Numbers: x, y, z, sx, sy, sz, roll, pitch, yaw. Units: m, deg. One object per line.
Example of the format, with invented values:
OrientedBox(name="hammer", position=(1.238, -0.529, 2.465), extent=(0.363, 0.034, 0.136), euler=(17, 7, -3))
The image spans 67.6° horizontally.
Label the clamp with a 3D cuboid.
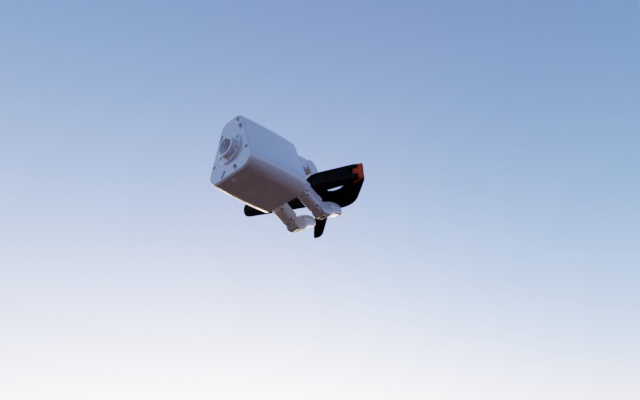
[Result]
OrientedBox(name="clamp", position=(0.000, 0.002, 0.786), extent=(0.210, 0.036, 0.164), euler=(-28, -37, 34))
